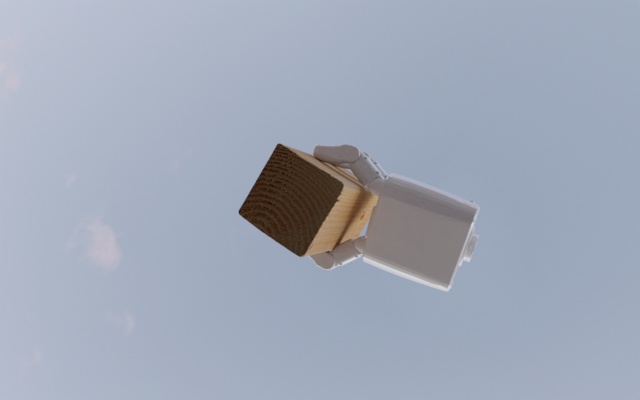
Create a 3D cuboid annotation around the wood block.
[{"bbox_3d":[0.000,0.002,0.587,0.090,0.091,0.206,33,8,17],"label":"wood block"}]
